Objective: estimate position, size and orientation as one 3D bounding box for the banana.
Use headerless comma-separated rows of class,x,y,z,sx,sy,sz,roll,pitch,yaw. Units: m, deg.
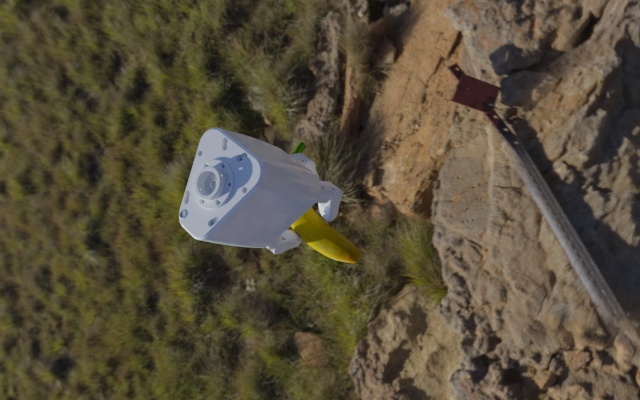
banana,-0.017,0.009,0.640,0.069,0.197,0.037,-31,-24,9
